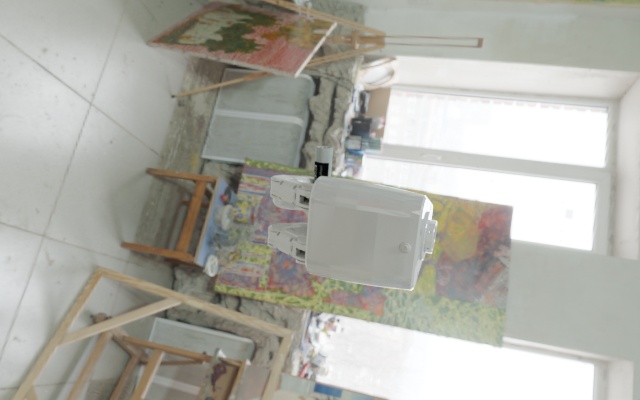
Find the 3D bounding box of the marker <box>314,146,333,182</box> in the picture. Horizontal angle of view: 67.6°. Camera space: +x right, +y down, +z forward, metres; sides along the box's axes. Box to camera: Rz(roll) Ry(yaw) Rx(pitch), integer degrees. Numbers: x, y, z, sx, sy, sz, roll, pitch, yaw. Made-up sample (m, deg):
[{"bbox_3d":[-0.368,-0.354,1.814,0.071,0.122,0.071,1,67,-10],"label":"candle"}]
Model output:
[{"bbox_3d":[0.000,0.002,0.522,0.020,0.121,0.020,4,15,-1],"label":"marker"}]
